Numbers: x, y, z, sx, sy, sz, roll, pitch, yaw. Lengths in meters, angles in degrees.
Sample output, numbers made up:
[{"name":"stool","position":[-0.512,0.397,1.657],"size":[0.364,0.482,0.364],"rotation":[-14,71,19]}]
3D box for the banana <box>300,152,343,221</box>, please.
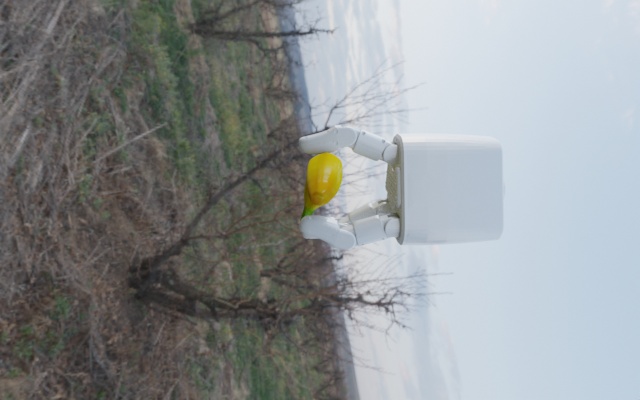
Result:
[{"name":"banana","position":[0.002,-0.016,0.498],"size":[0.037,0.069,0.198],"rotation":[8,-9,-2]}]
